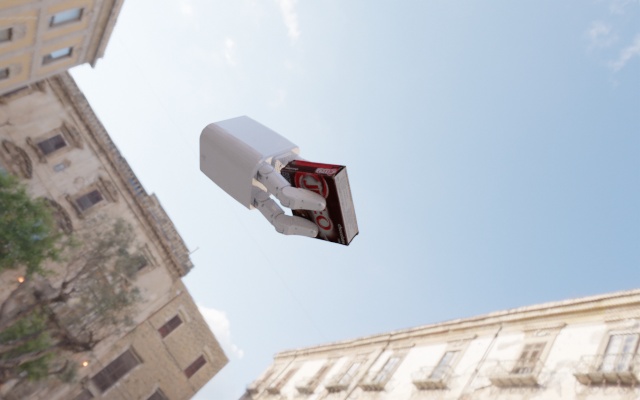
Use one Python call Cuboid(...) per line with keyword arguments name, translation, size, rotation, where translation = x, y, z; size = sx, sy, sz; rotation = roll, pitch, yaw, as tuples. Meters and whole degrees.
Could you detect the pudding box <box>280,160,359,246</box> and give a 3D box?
Cuboid(name="pudding box", translation=(0.000, 0.002, 0.661), size=(0.090, 0.114, 0.039), rotation=(10, 39, 36))
